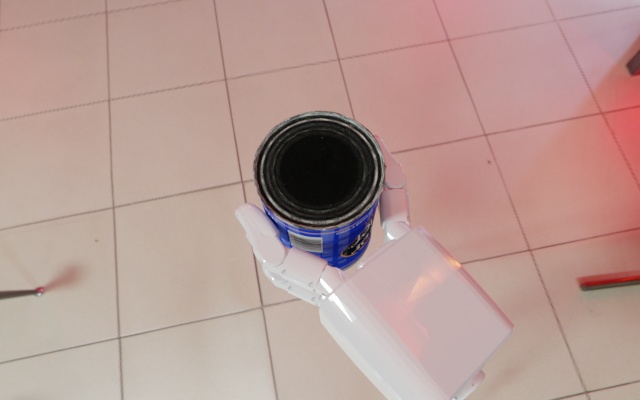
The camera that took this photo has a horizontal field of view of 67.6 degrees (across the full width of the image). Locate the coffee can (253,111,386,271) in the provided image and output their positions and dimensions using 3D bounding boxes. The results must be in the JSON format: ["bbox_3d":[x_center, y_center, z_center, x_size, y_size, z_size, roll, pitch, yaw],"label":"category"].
[{"bbox_3d":[0.000,0.001,0.429,0.103,0.102,0.140,0,-23,1],"label":"coffee can"}]
